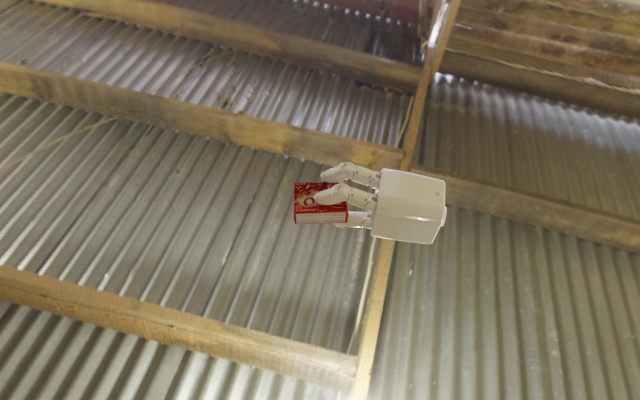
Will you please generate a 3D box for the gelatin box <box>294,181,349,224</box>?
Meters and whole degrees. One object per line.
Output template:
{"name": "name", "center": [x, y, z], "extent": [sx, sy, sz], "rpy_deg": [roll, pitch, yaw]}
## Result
{"name": "gelatin box", "center": [0.000, 0.003, 0.796], "extent": [0.089, 0.073, 0.030], "rpy_deg": [-2, -44, -1]}
